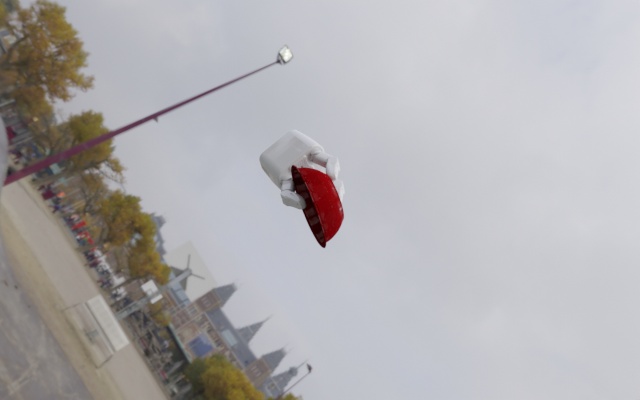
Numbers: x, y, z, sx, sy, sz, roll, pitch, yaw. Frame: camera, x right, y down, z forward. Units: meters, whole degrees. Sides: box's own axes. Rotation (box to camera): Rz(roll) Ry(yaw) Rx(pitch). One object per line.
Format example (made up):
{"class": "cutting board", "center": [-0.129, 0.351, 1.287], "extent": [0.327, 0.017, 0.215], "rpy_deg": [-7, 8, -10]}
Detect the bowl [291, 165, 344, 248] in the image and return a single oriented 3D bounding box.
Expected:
{"class": "bowl", "center": [0.001, 0.004, 0.873], "extent": [0.055, 0.162, 0.162], "rpy_deg": [-21, 4, -10]}
